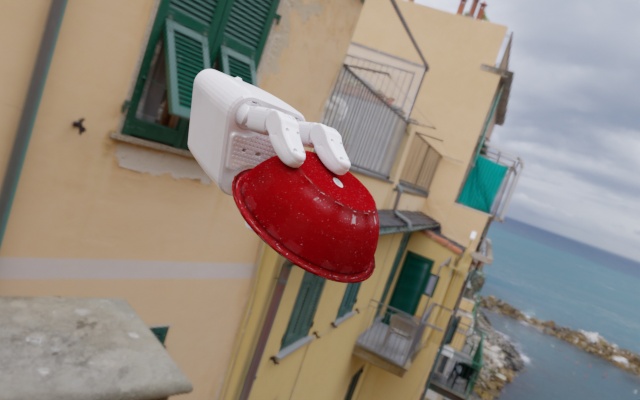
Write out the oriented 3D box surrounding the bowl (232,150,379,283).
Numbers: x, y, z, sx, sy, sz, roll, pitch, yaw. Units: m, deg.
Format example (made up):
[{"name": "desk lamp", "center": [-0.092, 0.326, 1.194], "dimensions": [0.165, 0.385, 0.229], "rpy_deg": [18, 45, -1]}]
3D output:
[{"name": "bowl", "center": [0.001, 0.002, 0.453], "dimensions": [0.162, 0.055, 0.162], "rpy_deg": [30, 23, -14]}]
